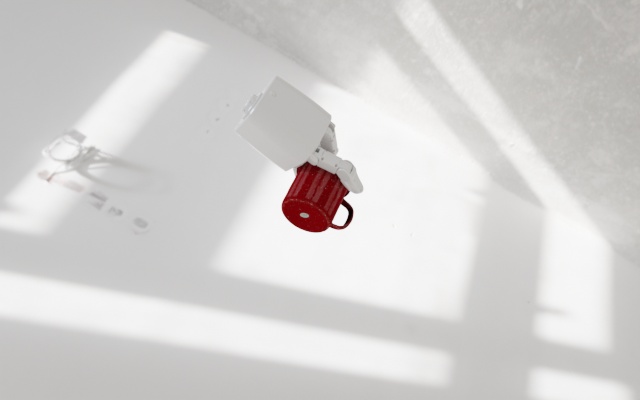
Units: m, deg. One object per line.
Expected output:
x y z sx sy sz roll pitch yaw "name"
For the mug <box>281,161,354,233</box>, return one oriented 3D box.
0.001 0.003 0.735 0.117 0.081 0.093 37 -36 -15 "mug"
